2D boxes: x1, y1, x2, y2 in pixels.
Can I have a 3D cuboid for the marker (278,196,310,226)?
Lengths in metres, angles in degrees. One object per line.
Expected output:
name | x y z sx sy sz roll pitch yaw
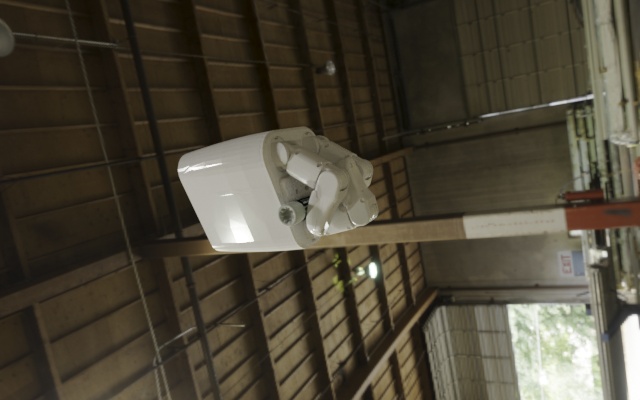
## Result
marker | 0.000 0.001 0.442 0.020 0.020 0.121 0 11 28
